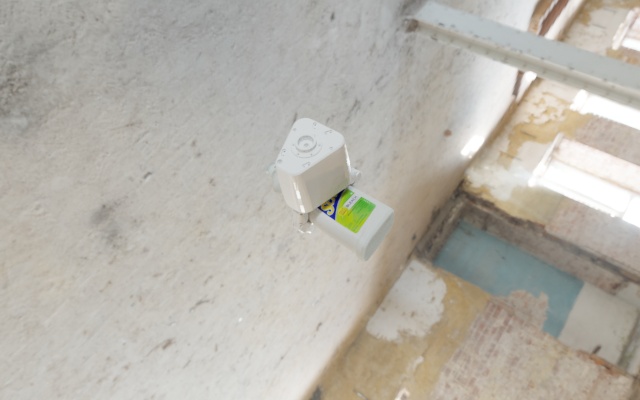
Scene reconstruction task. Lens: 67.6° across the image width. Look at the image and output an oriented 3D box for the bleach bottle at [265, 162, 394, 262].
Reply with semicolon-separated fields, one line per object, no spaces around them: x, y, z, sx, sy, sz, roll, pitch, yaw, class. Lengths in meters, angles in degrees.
0.000;0.003;0.846;0.250;0.102;0.068;29;-25;24;bleach bottle
